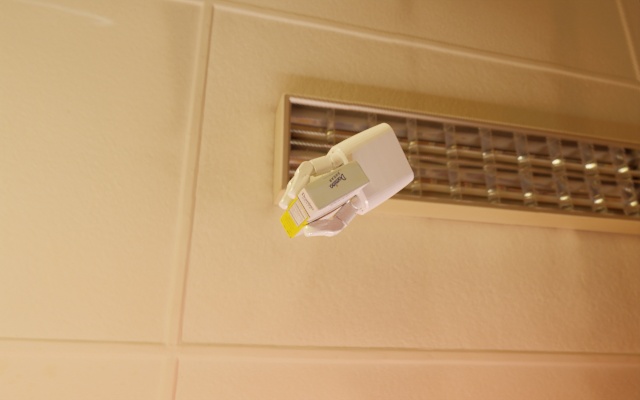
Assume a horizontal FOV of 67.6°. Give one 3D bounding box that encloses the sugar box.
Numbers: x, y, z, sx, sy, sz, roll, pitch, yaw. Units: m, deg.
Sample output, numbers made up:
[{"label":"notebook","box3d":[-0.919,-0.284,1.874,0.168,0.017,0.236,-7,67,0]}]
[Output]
[{"label":"sugar box","box3d":[0.000,0.002,0.734,0.093,0.048,0.176,-29,-10,-23]}]
